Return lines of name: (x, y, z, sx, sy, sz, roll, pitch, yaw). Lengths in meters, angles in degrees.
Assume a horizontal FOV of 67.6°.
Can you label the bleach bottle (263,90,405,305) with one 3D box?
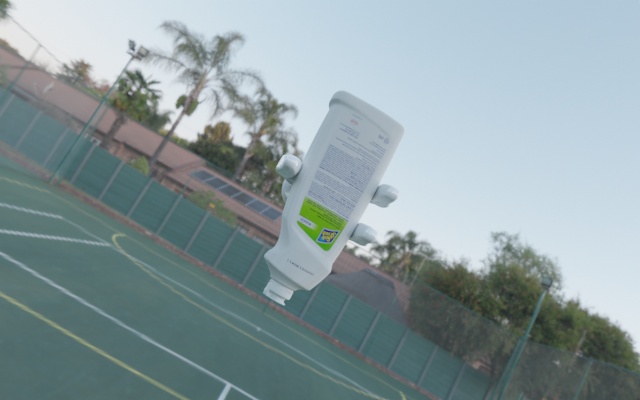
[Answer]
bleach bottle: (0.000, 0.002, 0.567, 0.102, 0.251, 0.068, 30, -8, -2)
